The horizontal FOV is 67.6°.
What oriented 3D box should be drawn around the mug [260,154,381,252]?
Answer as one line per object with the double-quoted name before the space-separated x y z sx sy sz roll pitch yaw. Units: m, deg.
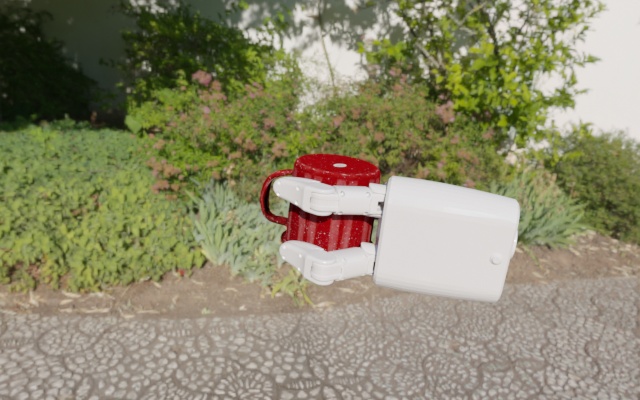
"mug" -0.001 0.001 0.455 0.117 0.081 0.093 9 18 8
